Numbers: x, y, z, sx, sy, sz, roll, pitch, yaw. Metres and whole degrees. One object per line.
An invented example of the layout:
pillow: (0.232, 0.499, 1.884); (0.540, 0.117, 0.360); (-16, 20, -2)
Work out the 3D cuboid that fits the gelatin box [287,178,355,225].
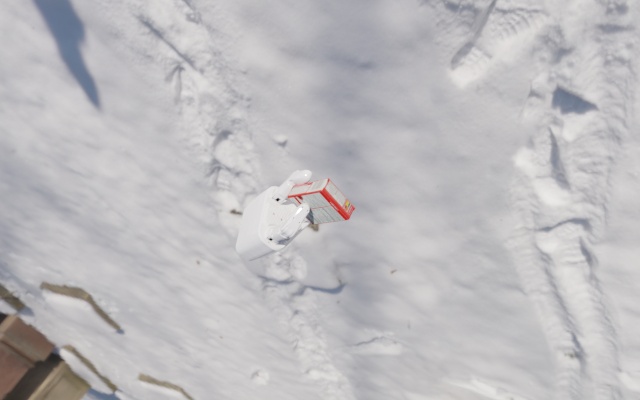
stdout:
gelatin box: (0.000, 0.003, 0.777); (0.089, 0.030, 0.073); (-9, -48, 47)
